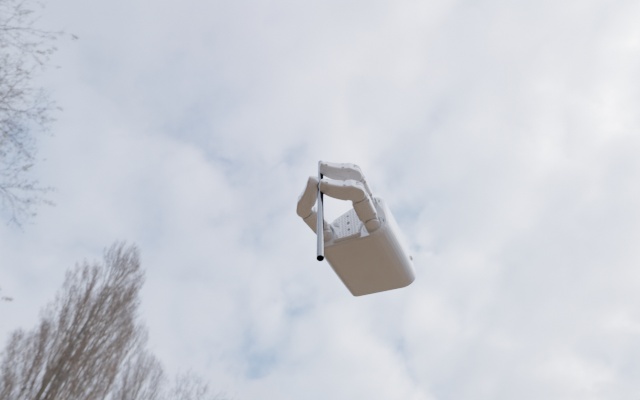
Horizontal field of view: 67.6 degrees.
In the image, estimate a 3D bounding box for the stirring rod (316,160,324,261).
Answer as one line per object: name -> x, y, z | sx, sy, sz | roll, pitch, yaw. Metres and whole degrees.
stirring rod -> 0.000, 0.002, 0.592 | 0.011, 0.011, 0.239 | 0, 28, 0
